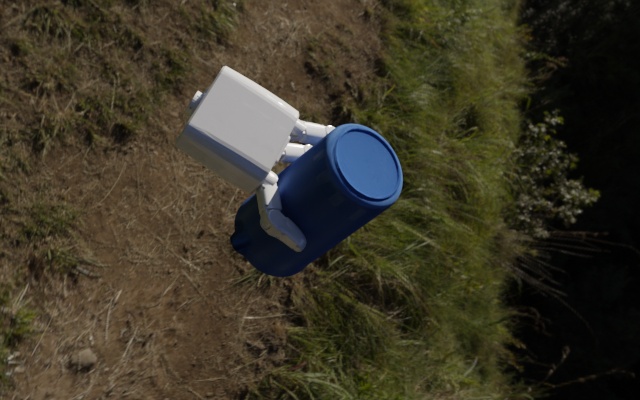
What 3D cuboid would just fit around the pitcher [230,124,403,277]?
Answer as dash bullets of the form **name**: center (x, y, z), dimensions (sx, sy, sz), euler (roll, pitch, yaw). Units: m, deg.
- **pitcher**: center (0.000, 0.002, 0.625), dimensions (0.145, 0.149, 0.243), euler (32, -37, -17)
